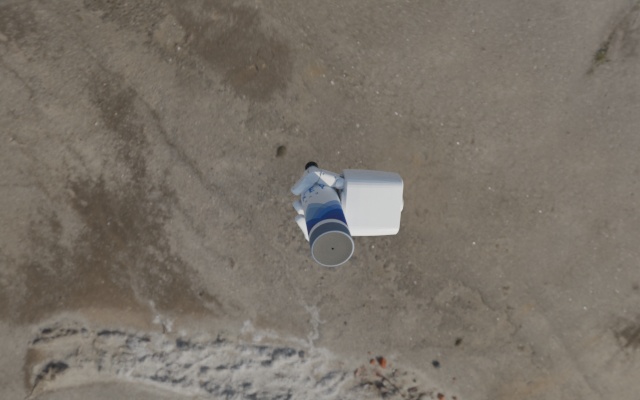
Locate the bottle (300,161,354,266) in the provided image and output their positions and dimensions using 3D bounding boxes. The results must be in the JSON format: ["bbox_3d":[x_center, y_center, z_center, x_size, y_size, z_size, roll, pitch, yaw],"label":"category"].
[{"bbox_3d":[0.000,0.003,0.850,0.069,0.069,0.295,0,29,-8],"label":"bottle"}]
